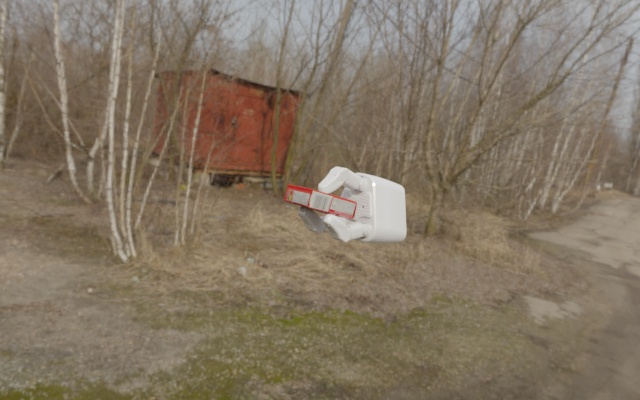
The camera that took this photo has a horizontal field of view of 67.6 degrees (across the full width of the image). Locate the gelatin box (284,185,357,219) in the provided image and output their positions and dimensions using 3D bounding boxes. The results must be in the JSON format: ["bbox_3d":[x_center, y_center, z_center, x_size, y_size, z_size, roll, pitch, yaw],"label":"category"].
[{"bbox_3d":[0.000,0.002,0.736,0.089,0.030,0.073,15,0,-35],"label":"gelatin box"}]
